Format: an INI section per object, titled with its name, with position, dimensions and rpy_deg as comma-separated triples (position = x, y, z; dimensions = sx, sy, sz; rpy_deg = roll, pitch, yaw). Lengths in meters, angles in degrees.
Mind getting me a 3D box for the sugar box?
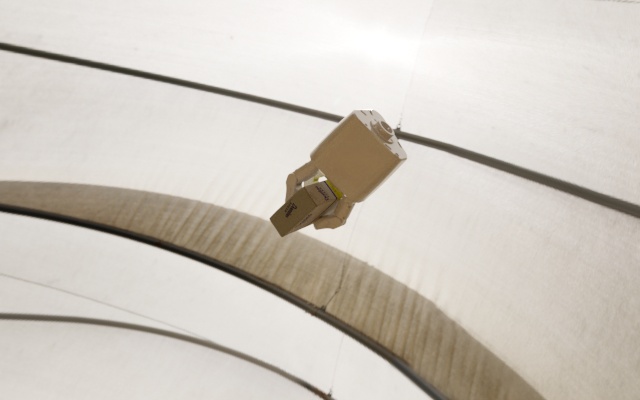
[sugar box]
position = 0.000, 0.002, 0.816
dimensions = 0.093, 0.048, 0.176
rpy_deg = -42, -14, 31
